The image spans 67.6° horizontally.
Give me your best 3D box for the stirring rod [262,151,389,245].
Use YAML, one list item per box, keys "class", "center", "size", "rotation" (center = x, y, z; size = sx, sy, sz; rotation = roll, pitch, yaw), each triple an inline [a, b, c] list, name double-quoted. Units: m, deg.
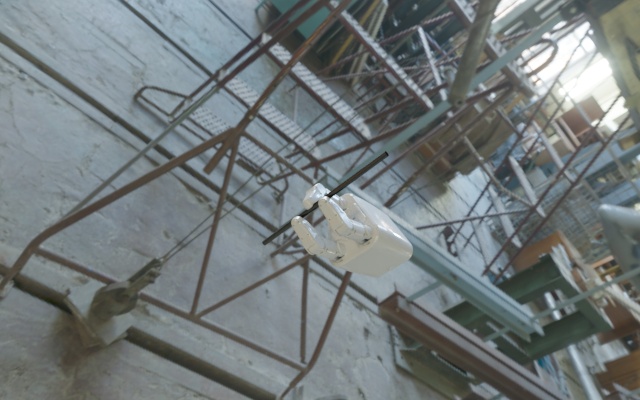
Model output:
- class: "stirring rod"
  center: [0.000, 0.002, 0.677]
  size: [0.239, 0.011, 0.011]
  rotation: [-36, -19, 27]
